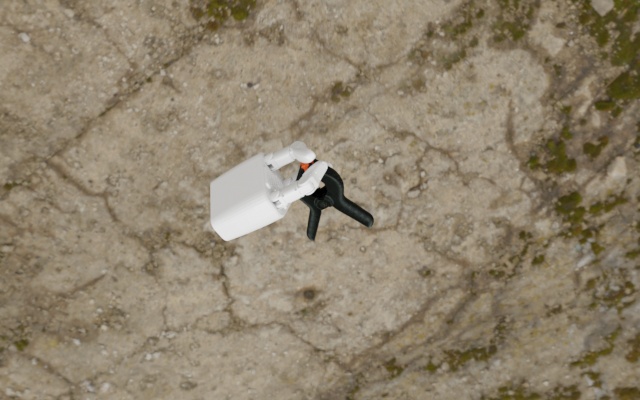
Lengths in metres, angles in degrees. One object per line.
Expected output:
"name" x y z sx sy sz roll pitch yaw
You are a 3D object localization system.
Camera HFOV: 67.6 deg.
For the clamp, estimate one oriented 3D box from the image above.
"clamp" 0.000 0.003 0.786 0.120 0.171 0.039 -26 32 17
